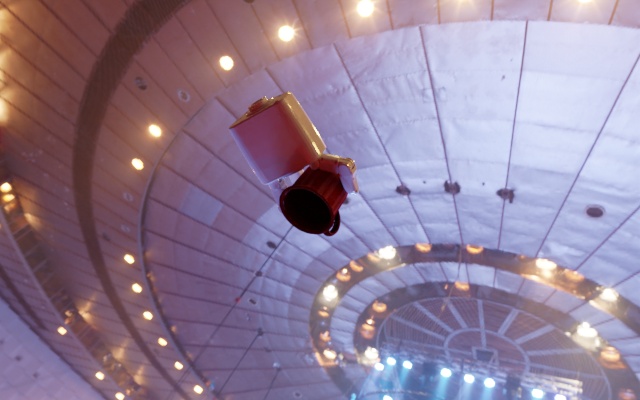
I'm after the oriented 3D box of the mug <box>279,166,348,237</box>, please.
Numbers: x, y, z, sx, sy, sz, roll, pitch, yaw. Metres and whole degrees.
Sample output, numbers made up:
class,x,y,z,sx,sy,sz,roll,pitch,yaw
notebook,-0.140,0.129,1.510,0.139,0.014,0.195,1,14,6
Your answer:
class,x,y,z,sx,sy,sz,roll,pitch,yaw
mug,0.001,0.003,0.759,0.093,0.117,0.081,-14,27,37
